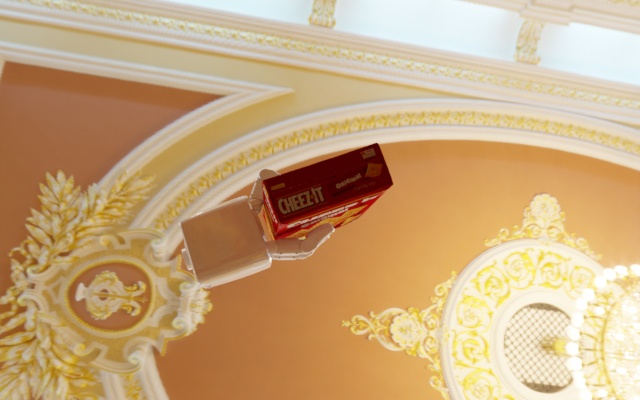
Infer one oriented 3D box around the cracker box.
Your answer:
[{"bbox_3d":[0.000,0.002,0.714,0.164,0.072,0.214,-20,-10,-11],"label":"cracker box"}]
